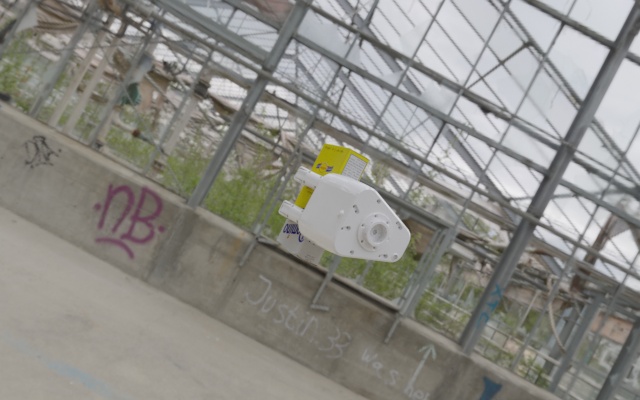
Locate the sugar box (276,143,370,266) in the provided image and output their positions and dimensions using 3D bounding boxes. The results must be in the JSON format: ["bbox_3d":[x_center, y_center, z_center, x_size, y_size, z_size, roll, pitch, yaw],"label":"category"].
[{"bbox_3d":[0.000,0.002,0.729,0.048,0.176,0.093,29,-2,-26],"label":"sugar box"}]
